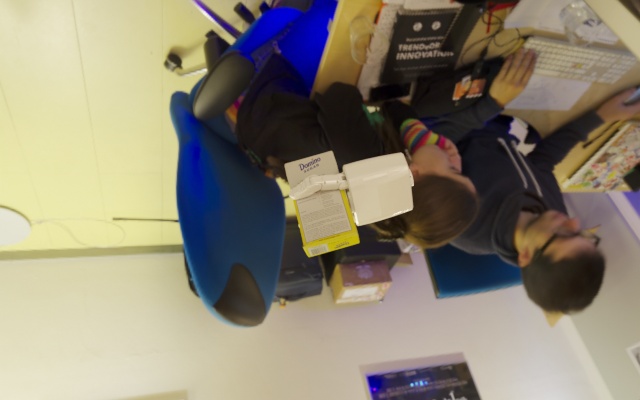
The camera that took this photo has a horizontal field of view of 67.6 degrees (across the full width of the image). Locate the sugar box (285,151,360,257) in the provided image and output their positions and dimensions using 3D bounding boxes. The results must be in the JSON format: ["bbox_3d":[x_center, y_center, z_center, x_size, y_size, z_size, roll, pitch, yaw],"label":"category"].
[{"bbox_3d":[0.000,0.003,0.833,0.093,0.176,0.048,-15,-34,1],"label":"sugar box"}]
